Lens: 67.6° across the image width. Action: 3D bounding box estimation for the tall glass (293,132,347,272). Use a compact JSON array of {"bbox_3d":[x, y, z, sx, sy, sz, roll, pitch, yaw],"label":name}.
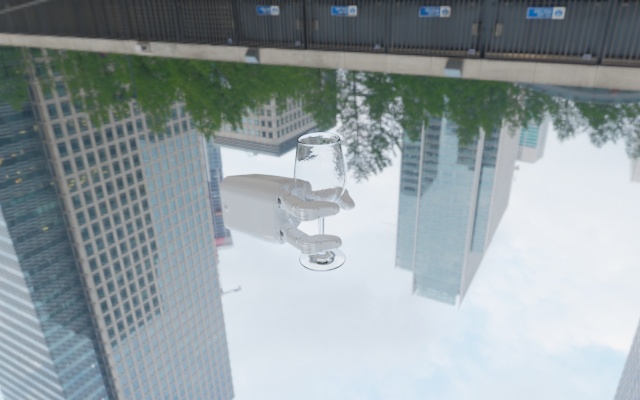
[{"bbox_3d":[0.000,0.003,0.717,0.079,0.201,0.079,-1,25,1],"label":"tall glass"}]
